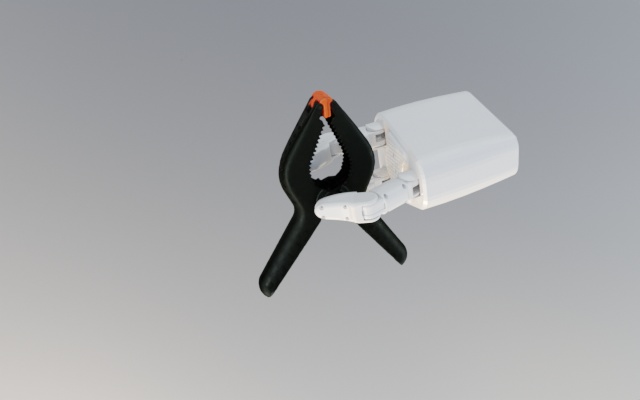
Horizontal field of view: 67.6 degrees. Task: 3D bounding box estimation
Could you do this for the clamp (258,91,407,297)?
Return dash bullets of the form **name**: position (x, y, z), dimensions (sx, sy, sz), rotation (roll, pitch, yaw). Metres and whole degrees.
- **clamp**: position (0.000, 0.001, 0.469), dimensions (0.164, 0.210, 0.036), rotation (-18, 30, -10)
